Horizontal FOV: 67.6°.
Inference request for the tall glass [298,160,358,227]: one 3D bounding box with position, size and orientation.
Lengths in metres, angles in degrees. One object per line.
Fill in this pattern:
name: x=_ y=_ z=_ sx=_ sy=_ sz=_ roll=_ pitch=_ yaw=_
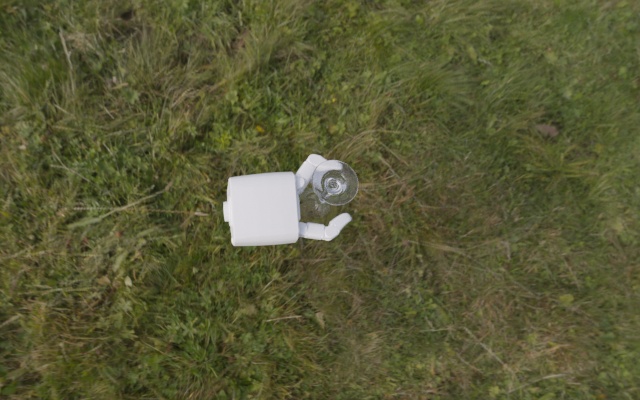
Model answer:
tall glass: x=0.000 y=0.003 z=0.824 sx=0.079 sy=0.079 sz=0.201 roll=0 pitch=-18 yaw=-13
